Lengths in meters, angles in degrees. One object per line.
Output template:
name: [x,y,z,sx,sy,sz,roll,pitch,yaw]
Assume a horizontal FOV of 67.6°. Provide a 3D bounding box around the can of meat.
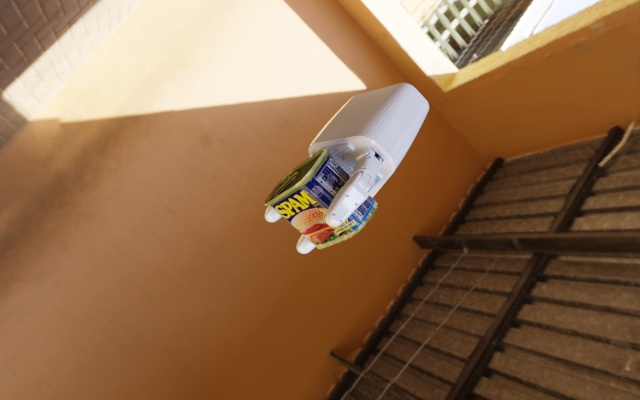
can of meat: [0.000,0.002,0.524,0.084,0.057,0.102,43,-34,-13]
